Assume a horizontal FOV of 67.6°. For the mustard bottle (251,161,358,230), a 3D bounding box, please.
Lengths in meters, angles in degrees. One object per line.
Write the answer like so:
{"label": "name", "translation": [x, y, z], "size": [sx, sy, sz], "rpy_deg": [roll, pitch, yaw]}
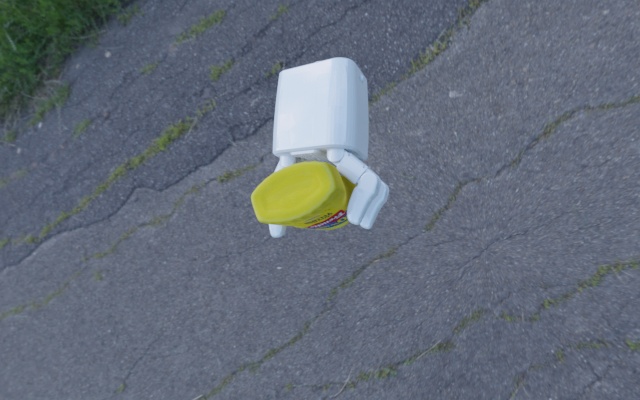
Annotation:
{"label": "mustard bottle", "translation": [0.000, 0.002, 0.577], "size": [0.096, 0.058, 0.191], "rpy_deg": [-24, -14, 15]}
